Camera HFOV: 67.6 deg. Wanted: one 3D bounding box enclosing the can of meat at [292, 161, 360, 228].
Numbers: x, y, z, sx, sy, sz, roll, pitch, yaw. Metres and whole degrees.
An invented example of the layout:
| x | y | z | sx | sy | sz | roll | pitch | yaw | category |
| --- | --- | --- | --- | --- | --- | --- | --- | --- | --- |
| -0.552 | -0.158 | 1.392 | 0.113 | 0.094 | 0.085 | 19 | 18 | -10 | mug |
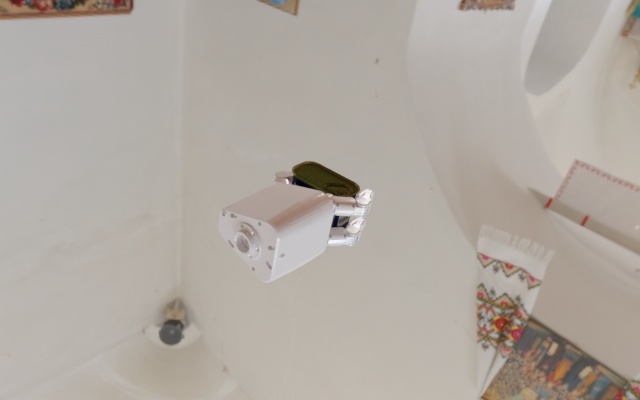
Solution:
| x | y | z | sx | sy | sz | roll | pitch | yaw | category |
| --- | --- | --- | --- | --- | --- | --- | --- | --- | --- |
| 0.000 | 0.003 | 0.711 | 0.102 | 0.084 | 0.057 | 29 | 35 | 25 | can of meat |
